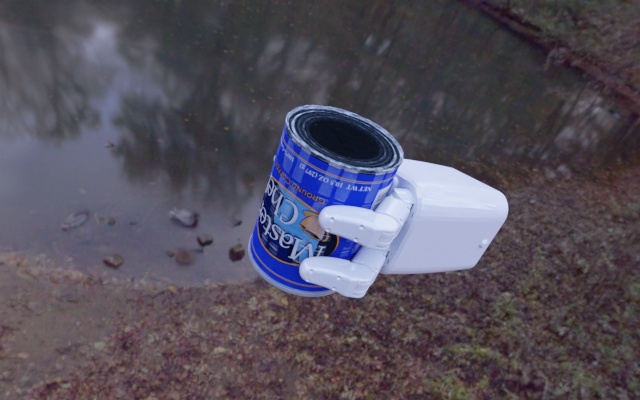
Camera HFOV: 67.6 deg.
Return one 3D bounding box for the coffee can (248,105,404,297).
[{"bbox_3d":[0.000,0.001,0.429,0.103,0.140,0.102,14,34,-10],"label":"coffee can"}]
